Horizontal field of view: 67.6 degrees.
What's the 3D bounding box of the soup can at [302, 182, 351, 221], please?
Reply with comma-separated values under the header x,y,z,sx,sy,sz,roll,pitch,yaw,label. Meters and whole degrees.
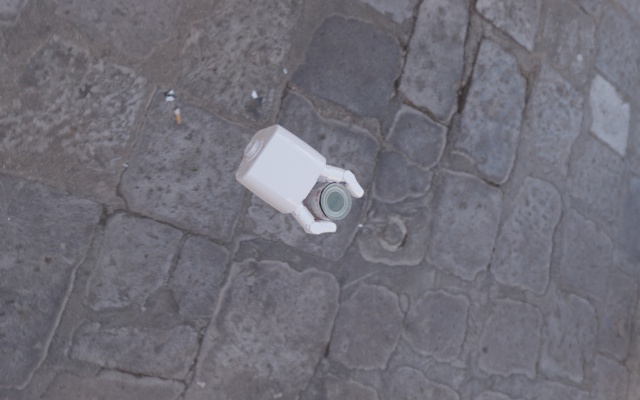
x,y,z,sx,sy,sz,roll,pitch,yaw,label
0.001,0.003,0.863,0.068,0.068,0.102,0,-2,-33,soup can
